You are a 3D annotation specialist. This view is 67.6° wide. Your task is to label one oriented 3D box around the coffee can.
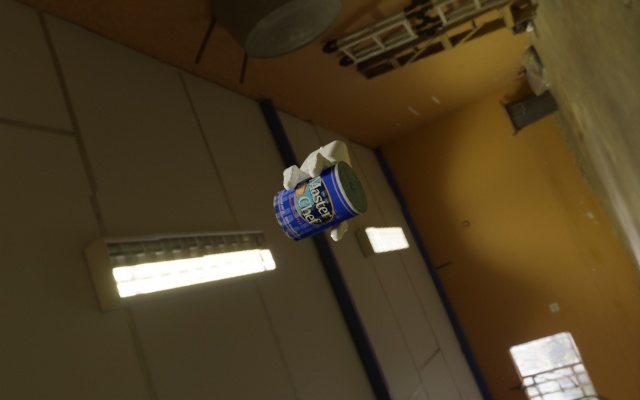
[{"bbox_3d":[0.000,0.003,0.878,0.140,0.103,0.103,-25,-10,22],"label":"coffee can"}]
